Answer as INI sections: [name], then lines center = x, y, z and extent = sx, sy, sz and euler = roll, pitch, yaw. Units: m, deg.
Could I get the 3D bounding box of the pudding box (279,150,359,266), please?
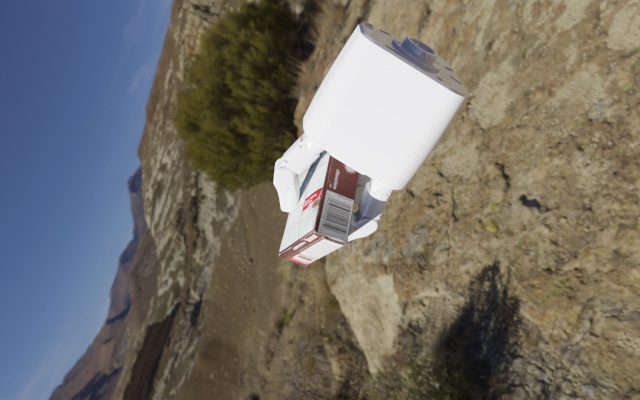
[pudding box]
center = 0.000, 0.002, 0.495
extent = 0.039, 0.113, 0.090
euler = 23, -29, -18
